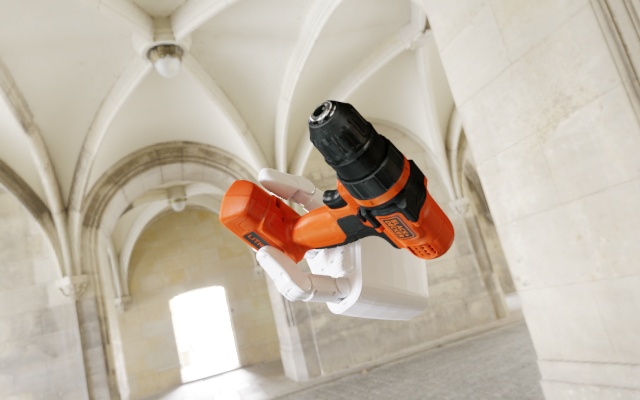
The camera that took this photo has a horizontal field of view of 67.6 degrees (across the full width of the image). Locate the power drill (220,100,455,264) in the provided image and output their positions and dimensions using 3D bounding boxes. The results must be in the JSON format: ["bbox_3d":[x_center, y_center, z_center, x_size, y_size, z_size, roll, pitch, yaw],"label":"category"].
[{"bbox_3d":[0.000,0.002,0.421,0.187,0.057,0.184,-11,-43,38],"label":"power drill"}]
